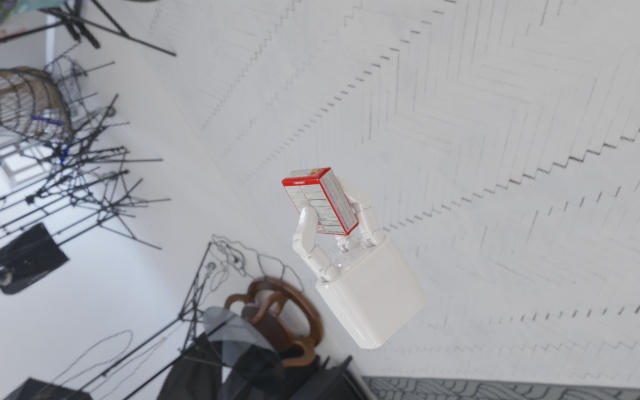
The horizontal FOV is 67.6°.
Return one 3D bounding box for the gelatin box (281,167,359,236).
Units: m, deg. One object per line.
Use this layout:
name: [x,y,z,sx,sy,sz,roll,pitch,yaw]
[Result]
gelatin box: [0.000,0.002,0.611,0.073,0.089,0.030,-1,36,49]
